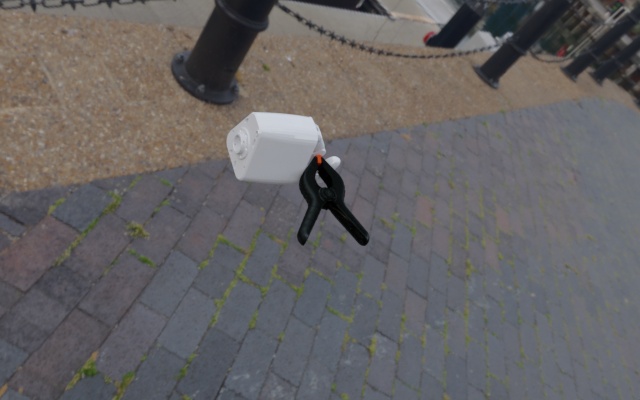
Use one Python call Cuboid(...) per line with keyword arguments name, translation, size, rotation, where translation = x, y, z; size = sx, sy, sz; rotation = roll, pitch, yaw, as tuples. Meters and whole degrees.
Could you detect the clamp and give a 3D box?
Cuboid(name="clamp", translation=(0.000, 0.002, 0.764), size=(0.120, 0.171, 0.039), rotation=(-2, -34, -35))
